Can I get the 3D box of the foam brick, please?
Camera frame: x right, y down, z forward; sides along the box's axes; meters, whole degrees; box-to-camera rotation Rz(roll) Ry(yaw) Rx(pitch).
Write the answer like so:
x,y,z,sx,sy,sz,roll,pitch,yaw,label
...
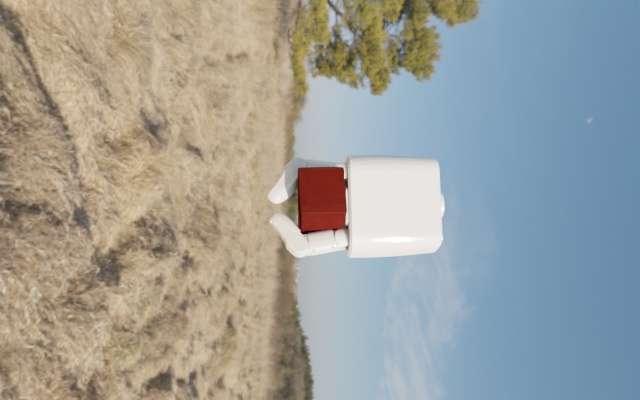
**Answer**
x,y,z,sx,sy,sz,roll,pitch,yaw,label
0.000,0.002,0.534,0.051,0.053,0.078,-1,-22,-3,foam brick
